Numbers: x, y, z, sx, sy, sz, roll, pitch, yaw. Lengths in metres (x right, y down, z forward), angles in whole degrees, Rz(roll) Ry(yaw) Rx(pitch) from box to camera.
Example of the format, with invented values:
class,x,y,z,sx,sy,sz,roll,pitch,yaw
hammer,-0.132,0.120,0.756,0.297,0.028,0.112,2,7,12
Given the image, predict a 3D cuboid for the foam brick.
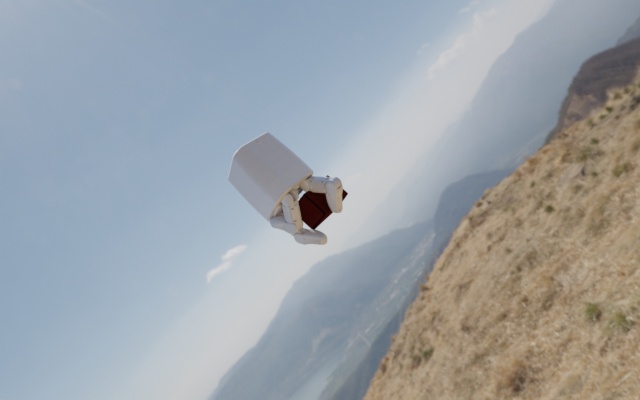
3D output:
class,x,y,z,sx,sy,sz,roll,pitch,yaw
foam brick,0.000,0.003,0.821,0.078,0.051,0.053,-40,-10,-46
